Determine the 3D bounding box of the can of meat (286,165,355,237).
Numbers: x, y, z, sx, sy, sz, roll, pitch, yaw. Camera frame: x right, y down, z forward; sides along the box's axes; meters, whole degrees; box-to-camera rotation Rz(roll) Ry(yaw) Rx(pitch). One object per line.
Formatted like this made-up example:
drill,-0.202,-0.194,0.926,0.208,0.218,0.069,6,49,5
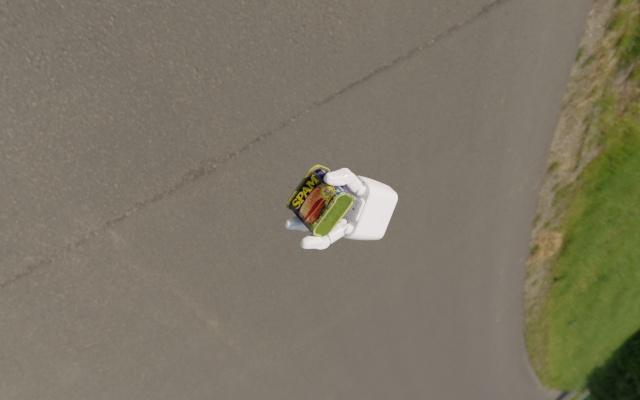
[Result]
can of meat,0.000,0.003,0.853,0.057,0.102,0.084,17,25,-52
